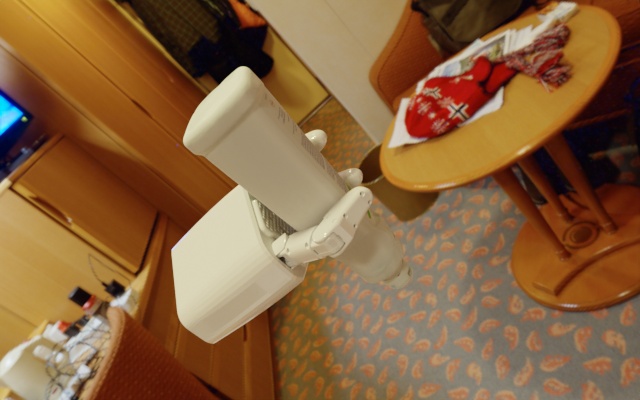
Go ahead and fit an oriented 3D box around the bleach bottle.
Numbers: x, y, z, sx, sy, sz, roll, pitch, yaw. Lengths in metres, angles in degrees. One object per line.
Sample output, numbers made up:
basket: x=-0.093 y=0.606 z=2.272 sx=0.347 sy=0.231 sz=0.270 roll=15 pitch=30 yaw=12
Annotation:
bleach bottle: x=0.000 y=0.001 z=0.419 sx=0.068 sy=0.251 sz=0.102 roll=-39 pitch=25 yaw=13
